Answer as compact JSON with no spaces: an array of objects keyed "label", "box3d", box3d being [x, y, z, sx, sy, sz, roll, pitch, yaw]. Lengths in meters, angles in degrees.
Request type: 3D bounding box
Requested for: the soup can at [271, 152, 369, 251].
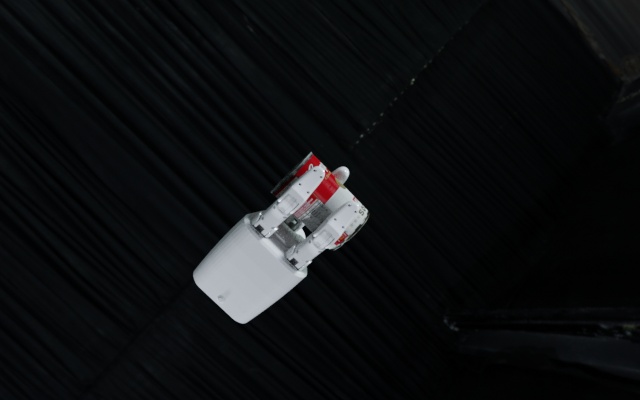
[{"label":"soup can","box3d":[0.001,0.002,0.571,0.068,0.102,0.068,-44,7,6]}]
